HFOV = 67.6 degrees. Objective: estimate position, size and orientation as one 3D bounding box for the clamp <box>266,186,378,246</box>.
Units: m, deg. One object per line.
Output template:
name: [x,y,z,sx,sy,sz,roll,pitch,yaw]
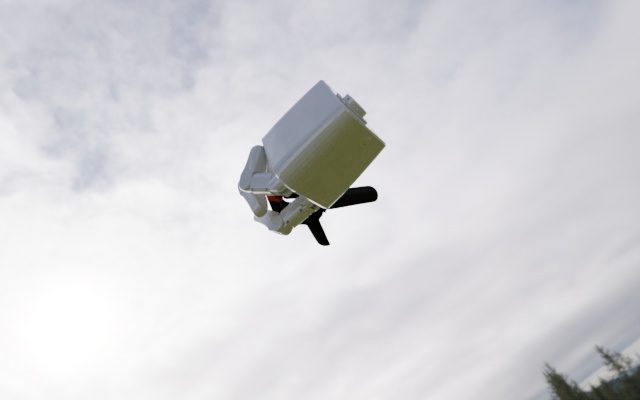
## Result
clamp: [0.000,0.002,0.646,0.171,0.120,0.039,29,21,-50]
